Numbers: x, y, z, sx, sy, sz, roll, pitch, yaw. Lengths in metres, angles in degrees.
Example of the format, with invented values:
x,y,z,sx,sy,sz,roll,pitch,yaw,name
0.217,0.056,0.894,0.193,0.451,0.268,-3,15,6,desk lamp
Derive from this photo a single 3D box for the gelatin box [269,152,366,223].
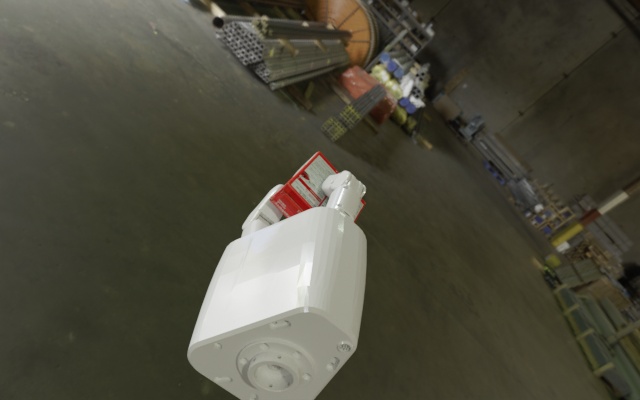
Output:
x,y,z,sx,sy,sz,roll,pitch,yaw,name
0.000,0.001,0.458,0.030,0.073,0.089,-39,7,31,gelatin box
